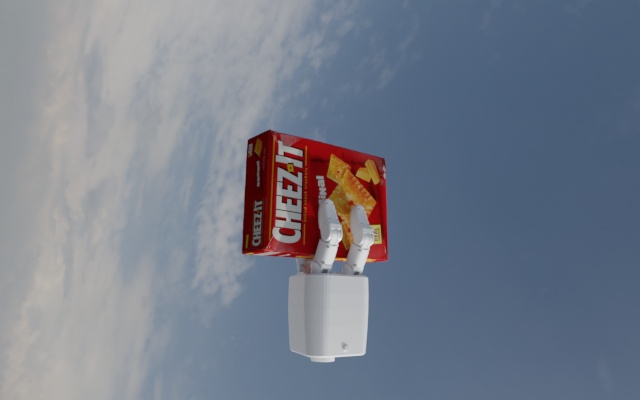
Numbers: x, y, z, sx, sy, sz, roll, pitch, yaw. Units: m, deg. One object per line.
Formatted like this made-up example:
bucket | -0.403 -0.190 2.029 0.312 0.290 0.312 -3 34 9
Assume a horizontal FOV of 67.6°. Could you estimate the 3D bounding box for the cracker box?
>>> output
cracker box | 0.000 0.002 0.691 0.214 0.164 0.072 9 -15 -35
